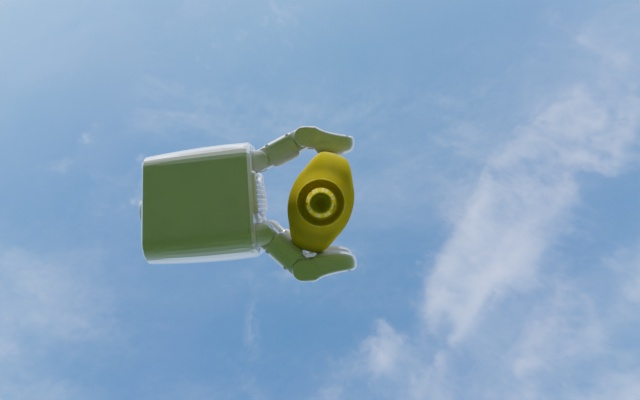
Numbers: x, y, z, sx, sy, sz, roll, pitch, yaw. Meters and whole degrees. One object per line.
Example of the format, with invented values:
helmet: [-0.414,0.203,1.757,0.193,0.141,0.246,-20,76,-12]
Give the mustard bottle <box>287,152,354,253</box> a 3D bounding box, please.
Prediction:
mustard bottle: [0.000,0.002,0.471,0.058,0.096,0.191,18,0,1]
